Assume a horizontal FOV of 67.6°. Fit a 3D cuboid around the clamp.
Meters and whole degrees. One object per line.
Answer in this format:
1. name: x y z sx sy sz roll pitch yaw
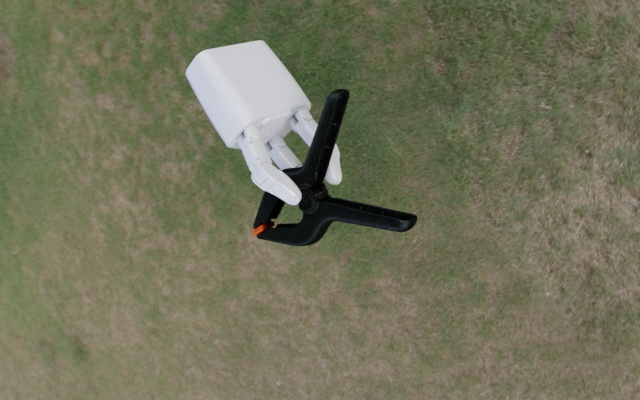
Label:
1. clamp: -0.001 0.002 0.544 0.210 0.164 0.036 -40 -13 34
